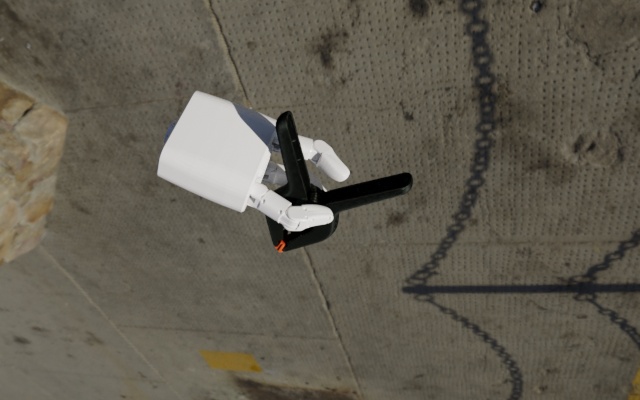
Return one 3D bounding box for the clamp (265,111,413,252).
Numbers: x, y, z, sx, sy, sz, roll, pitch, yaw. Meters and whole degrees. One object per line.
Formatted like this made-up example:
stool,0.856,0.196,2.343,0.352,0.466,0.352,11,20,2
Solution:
clamp,0.000,0.003,0.575,0.164,0.036,0.210,22,-44,-6
